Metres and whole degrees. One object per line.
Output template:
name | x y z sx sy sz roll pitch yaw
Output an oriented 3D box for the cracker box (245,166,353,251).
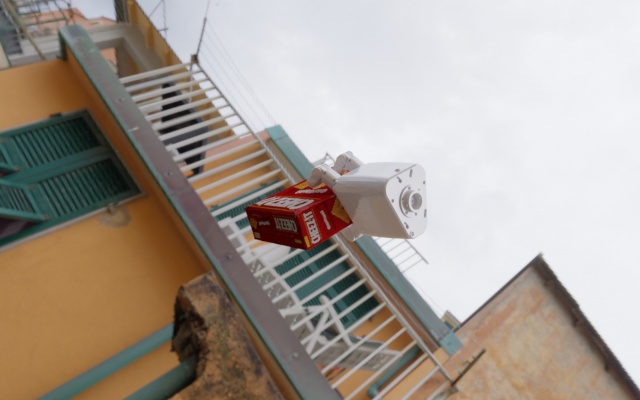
cracker box | 0.000 0.003 0.837 0.213 0.072 0.164 -27 18 -33
